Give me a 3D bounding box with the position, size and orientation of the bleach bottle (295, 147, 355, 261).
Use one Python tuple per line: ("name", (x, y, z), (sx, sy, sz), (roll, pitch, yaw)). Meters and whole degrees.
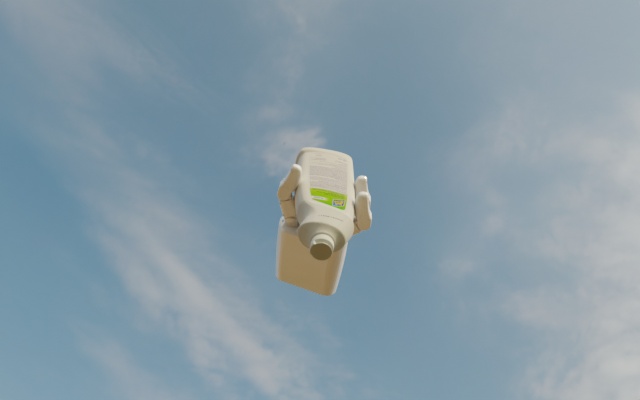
("bleach bottle", (0.000, 0.002, 0.719), (0.102, 0.068, 0.250), (8, 30, -1))
